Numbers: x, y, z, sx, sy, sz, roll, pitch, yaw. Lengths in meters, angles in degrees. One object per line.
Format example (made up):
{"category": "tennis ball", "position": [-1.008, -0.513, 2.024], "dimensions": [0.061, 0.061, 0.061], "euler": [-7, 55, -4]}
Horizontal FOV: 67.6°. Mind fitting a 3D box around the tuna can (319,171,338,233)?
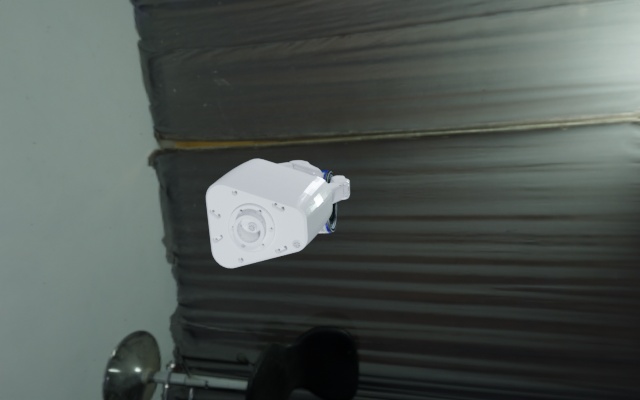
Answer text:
{"category": "tuna can", "position": [0.001, 0.002, 0.647], "dimensions": [0.034, 0.086, 0.086], "euler": [-2, -1, 11]}
